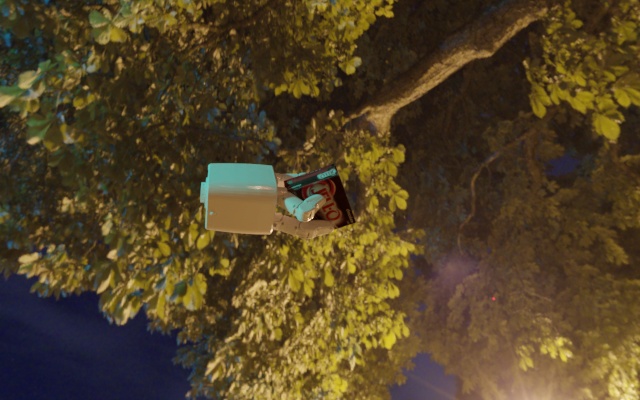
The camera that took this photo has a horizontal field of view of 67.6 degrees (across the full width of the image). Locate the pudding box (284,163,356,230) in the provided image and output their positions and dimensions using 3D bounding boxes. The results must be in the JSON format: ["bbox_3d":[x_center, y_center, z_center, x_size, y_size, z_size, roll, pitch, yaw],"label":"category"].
[{"bbox_3d":[0.000,0.002,0.785,0.090,0.114,0.039,-19,42,5],"label":"pudding box"}]
